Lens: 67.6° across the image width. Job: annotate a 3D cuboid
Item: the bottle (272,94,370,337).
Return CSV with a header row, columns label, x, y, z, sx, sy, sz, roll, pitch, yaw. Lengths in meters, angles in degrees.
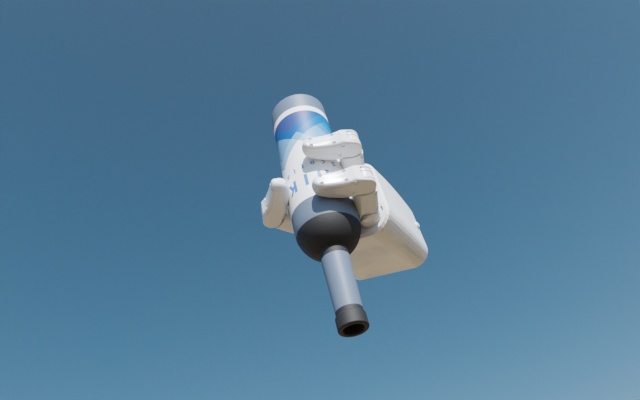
label,x,y,z,sx,sy,sz,roll,pitch,yaw
bottle,0.000,0.001,0.495,0.069,0.295,0.069,-8,-42,-7
